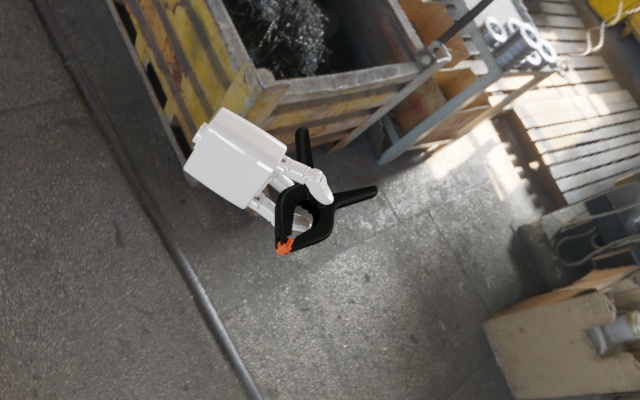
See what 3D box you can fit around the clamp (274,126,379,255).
[{"bbox_3d":[0.000,0.002,0.716,0.164,0.209,0.036,32,-36,-13],"label":"clamp"}]
